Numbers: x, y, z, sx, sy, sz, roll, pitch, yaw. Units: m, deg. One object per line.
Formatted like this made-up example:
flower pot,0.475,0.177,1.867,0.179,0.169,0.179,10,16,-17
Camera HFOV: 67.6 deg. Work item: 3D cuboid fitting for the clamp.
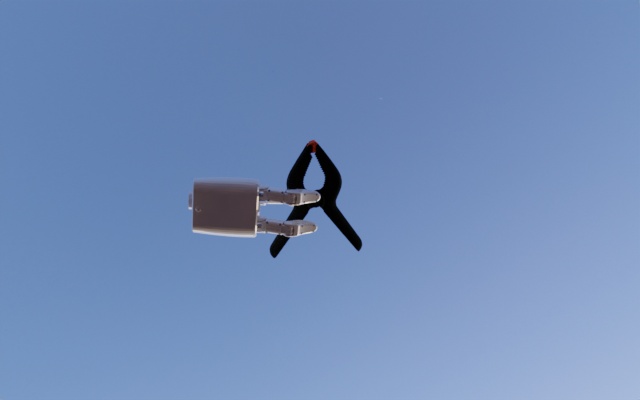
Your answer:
clamp,0.000,0.002,0.827,0.164,0.210,0.036,3,15,-10
